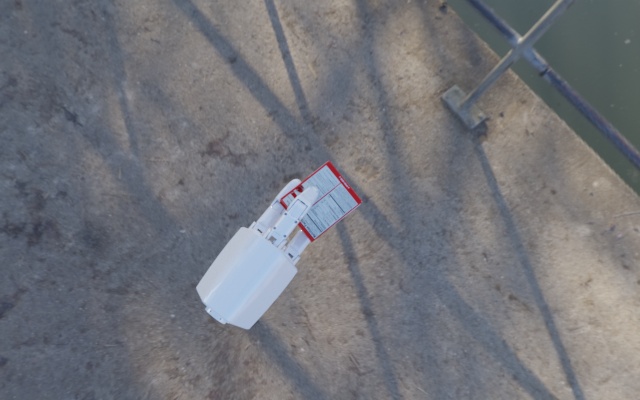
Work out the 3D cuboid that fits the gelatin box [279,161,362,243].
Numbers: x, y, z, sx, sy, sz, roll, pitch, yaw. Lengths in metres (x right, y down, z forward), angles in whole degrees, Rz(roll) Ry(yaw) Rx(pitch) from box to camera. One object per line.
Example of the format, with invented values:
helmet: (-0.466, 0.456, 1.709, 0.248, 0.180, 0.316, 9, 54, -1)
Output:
gelatin box: (0.000, 0.002, 0.650, 0.089, 0.073, 0.030, -39, -4, -7)
